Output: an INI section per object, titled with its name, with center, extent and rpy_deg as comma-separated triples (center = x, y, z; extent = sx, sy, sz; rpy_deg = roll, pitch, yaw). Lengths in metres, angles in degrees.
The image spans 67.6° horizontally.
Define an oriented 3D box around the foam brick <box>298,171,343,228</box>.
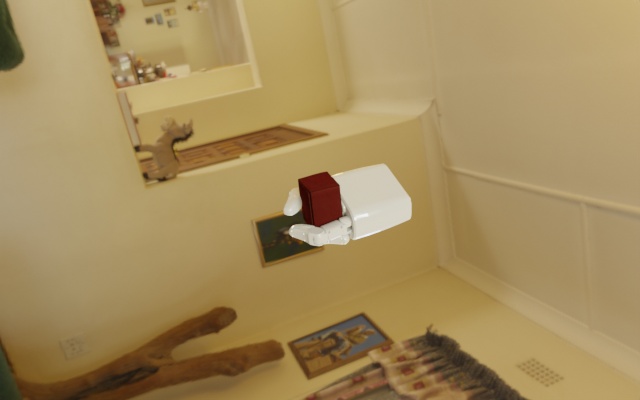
[foam brick]
center = 0.000, 0.002, 0.751
extent = 0.051, 0.078, 0.053
rpy_deg = -16, 34, -15
